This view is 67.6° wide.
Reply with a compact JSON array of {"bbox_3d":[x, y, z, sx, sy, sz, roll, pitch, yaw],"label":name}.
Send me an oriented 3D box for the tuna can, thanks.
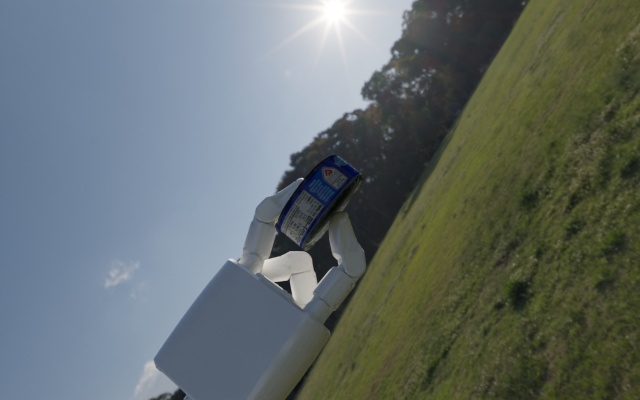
[{"bbox_3d":[0.000,0.001,0.426,0.034,0.086,0.086,38,7,9],"label":"tuna can"}]
